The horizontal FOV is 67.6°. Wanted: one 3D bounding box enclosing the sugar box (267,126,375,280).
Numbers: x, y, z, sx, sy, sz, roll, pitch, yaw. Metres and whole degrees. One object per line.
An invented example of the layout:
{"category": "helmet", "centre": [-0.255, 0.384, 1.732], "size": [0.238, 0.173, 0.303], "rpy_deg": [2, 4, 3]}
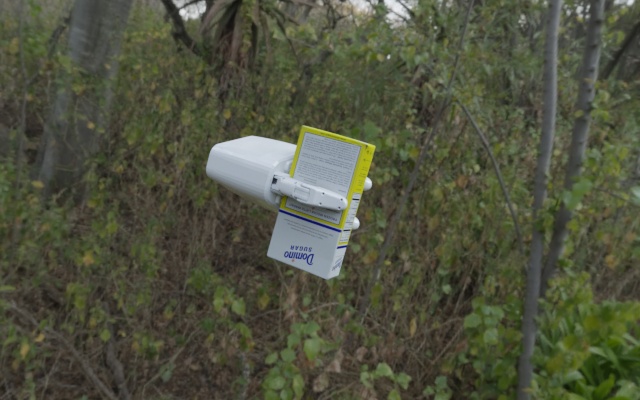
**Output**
{"category": "sugar box", "centre": [0.000, 0.002, 0.612], "size": [0.093, 0.176, 0.048], "rpy_deg": [19, 8, 23]}
